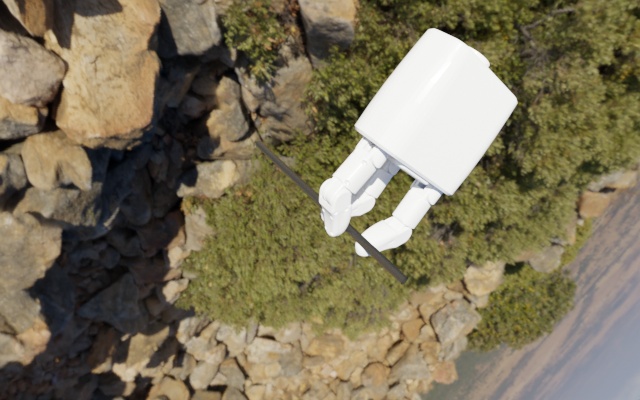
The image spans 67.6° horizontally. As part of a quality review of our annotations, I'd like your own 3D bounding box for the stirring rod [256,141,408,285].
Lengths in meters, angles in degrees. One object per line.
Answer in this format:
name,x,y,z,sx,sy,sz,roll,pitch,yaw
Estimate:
stirring rod,0.000,0.001,0.473,0.011,0.011,0.239,0,33,-45
